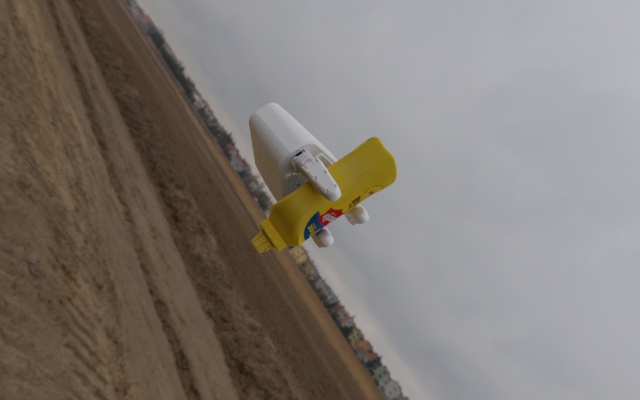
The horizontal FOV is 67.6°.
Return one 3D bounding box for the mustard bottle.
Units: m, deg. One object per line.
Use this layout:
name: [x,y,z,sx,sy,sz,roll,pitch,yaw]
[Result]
mustard bottle: [0.000,0.002,0.577,0.191,0.058,0.096,-34,-13,-6]
